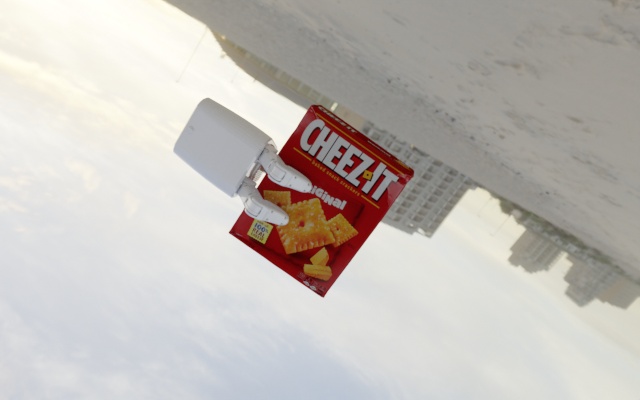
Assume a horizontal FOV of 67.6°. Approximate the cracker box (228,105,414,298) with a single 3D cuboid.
[{"bbox_3d":[0.000,0.002,0.658,0.164,0.214,0.072,35,15,2],"label":"cracker box"}]
